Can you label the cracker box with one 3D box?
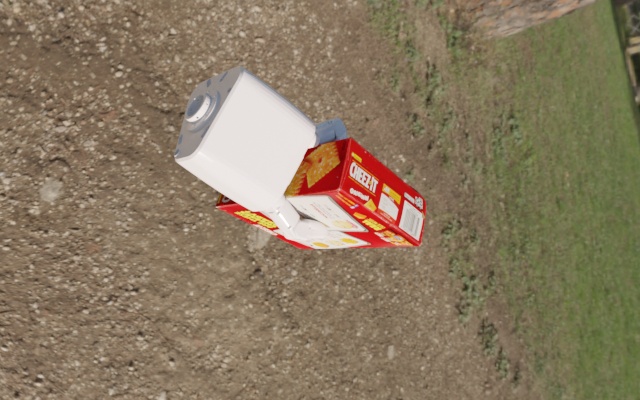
[{"bbox_3d":[0.000,0.002,0.606,0.214,0.072,0.164,-6,-28,43],"label":"cracker box"}]
